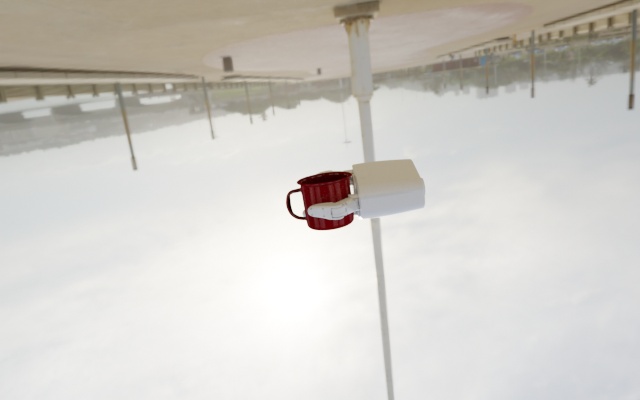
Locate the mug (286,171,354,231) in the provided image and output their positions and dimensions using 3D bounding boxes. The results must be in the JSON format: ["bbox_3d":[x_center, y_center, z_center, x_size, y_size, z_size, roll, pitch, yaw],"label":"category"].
[{"bbox_3d":[-0.001,0.003,0.800,0.117,0.081,0.093,-8,13,3],"label":"mug"}]
